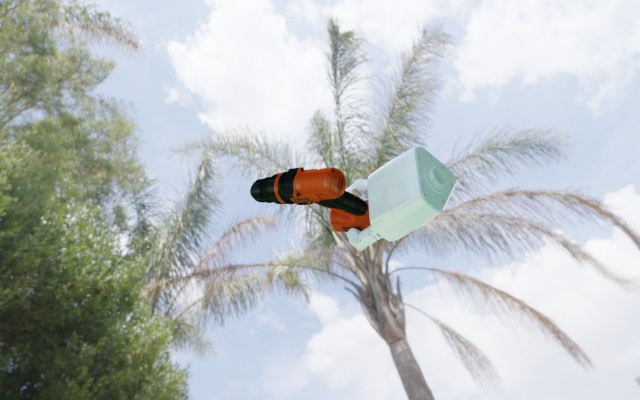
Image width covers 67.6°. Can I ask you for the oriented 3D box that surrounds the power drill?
[{"bbox_3d":[0.001,0.003,0.791,0.184,0.057,0.188,-3,-19,40],"label":"power drill"}]
